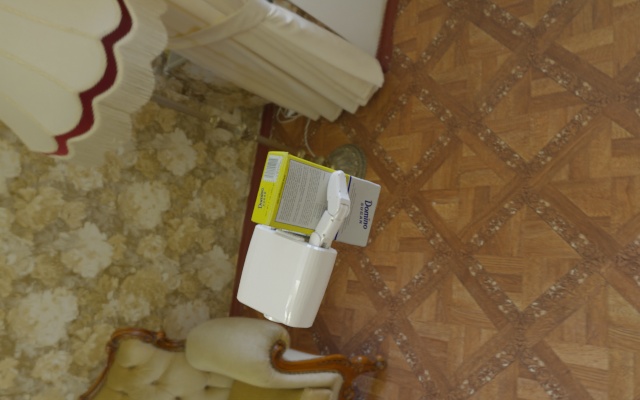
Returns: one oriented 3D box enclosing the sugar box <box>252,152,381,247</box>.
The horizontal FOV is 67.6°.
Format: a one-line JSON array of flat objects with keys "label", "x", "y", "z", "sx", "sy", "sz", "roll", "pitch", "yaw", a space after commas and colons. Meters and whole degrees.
[{"label": "sugar box", "x": 0.000, "y": 0.002, "z": 0.639, "sx": 0.176, "sy": 0.093, "sz": 0.048, "roll": 17, "pitch": -3, "yaw": -43}]
